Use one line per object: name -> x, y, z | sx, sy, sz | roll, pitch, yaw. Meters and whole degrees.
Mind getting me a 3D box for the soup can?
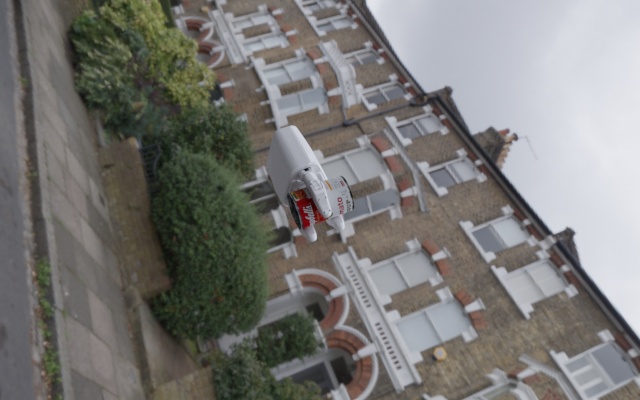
soup can -> 0.001, 0.003, 0.844 | 0.102, 0.068, 0.068 | -19, 4, -13
